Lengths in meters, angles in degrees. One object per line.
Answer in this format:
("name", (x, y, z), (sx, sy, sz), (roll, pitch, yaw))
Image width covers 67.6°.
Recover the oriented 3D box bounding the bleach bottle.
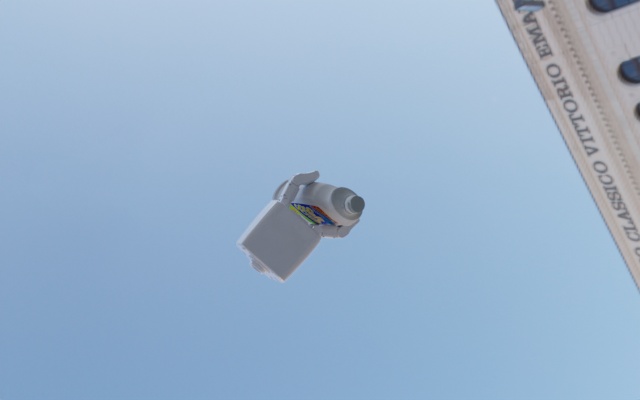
("bleach bottle", (0.000, 0.003, 0.897), (0.102, 0.068, 0.251), (45, -19, -18))
